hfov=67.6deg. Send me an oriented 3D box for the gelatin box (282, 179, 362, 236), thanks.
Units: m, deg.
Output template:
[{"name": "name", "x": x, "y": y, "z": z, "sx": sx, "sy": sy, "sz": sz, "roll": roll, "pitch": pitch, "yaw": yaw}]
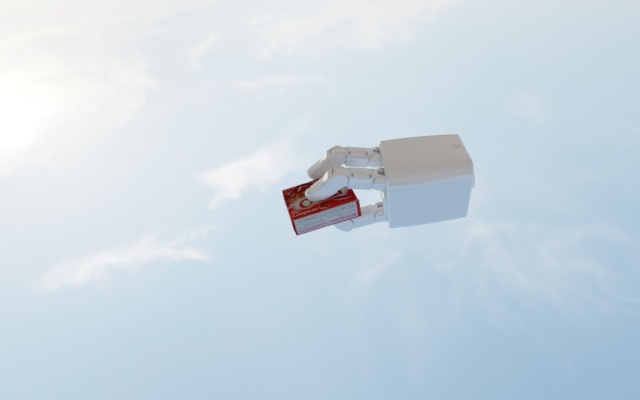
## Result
[{"name": "gelatin box", "x": 0.000, "y": 0.002, "z": 0.620, "sx": 0.089, "sy": 0.030, "sz": 0.073, "roll": -18, "pitch": 35, "yaw": -4}]
